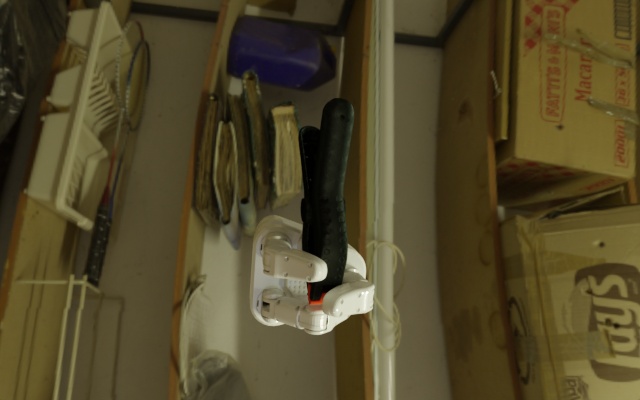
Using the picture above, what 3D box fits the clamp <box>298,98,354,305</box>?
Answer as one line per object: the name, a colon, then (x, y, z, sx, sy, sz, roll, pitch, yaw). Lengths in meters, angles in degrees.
clamp: (0.001, 0.002, 0.424, 0.039, 0.171, 0.120, 3, 5, -8)
